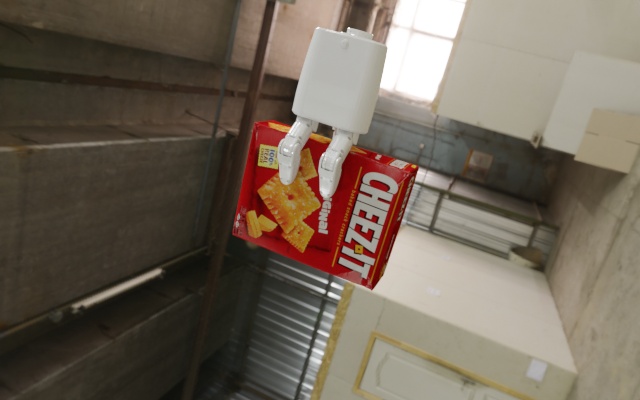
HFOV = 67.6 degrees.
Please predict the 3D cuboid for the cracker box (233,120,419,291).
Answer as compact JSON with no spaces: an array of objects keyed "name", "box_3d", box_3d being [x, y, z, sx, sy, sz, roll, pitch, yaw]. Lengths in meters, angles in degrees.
[{"name":"cracker box","box_3d":[0.000,0.002,0.635,0.213,0.164,0.072,20,17,15]}]
